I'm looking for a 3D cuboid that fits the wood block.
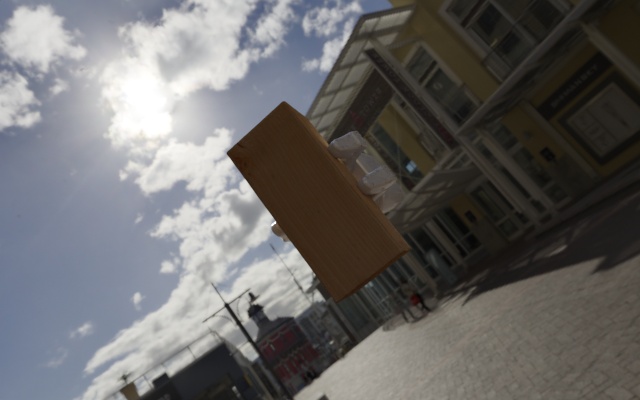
[{"bbox_3d":[0.000,0.002,0.543,0.091,0.206,0.090,-40,-14,10],"label":"wood block"}]
